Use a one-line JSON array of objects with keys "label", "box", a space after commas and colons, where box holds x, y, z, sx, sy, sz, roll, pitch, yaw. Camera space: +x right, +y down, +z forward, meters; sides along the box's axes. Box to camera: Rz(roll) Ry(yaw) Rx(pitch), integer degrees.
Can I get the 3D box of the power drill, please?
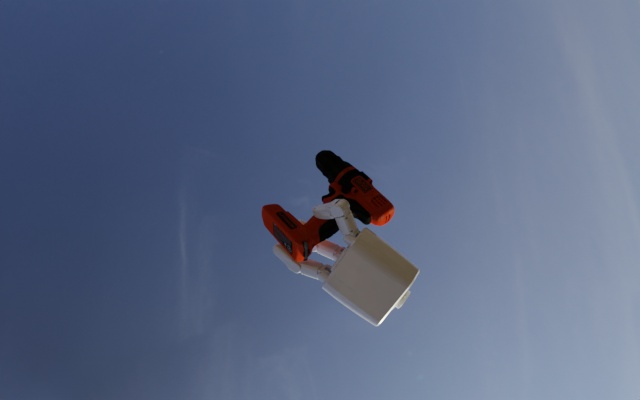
[{"label": "power drill", "box": [0.000, 0.003, 0.787, 0.187, 0.057, 0.184, -30, 55, -23]}]
